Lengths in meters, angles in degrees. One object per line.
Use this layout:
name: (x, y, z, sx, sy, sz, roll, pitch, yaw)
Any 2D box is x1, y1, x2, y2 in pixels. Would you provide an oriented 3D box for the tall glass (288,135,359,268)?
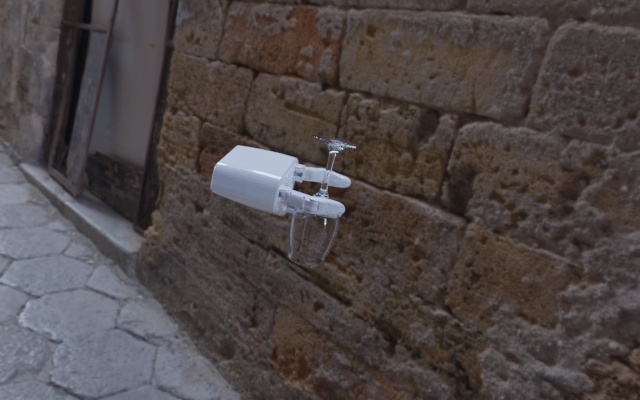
tall glass: (0.000, 0.002, 0.756, 0.079, 0.201, 0.079, 13, 12, -3)
